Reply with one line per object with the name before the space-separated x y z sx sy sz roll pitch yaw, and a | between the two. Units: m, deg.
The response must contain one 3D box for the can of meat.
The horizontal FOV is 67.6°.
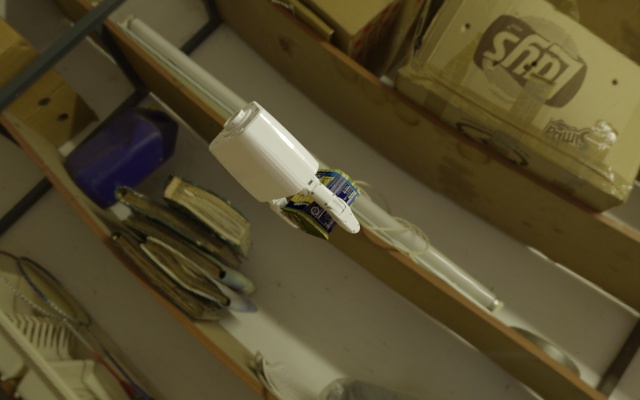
can of meat | 0.000 0.002 0.683 0.057 0.084 0.102 44 -14 -21
